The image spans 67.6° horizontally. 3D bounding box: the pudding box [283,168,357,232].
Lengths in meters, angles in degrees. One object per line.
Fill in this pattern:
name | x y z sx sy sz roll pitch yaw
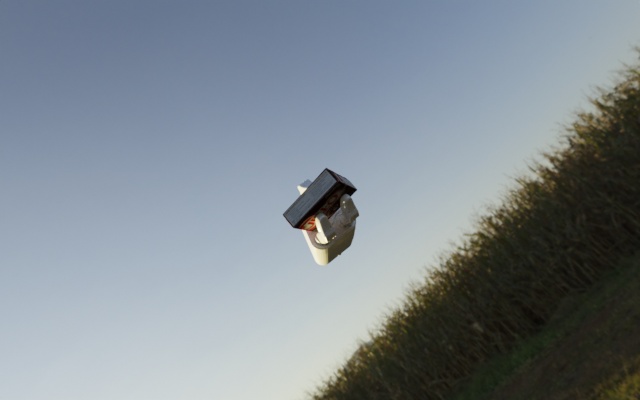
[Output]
pudding box | 0.000 0.003 0.819 0.039 0.113 0.090 46 11 22
